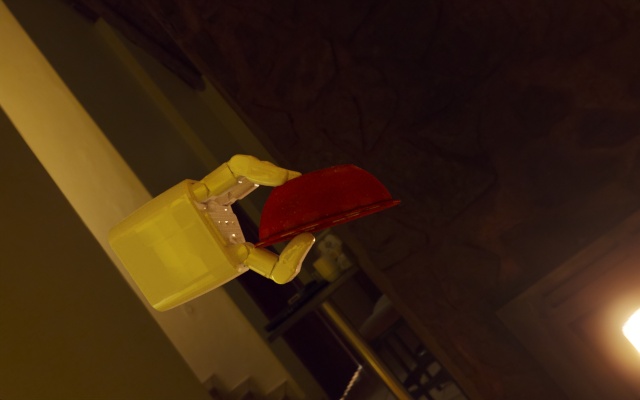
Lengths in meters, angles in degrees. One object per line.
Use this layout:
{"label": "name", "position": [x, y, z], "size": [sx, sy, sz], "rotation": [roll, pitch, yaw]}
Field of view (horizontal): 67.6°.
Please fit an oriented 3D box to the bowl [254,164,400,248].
{"label": "bowl", "position": [0.001, 0.001, 0.509], "size": [0.162, 0.055, 0.162], "rotation": [-17, -5, -1]}
